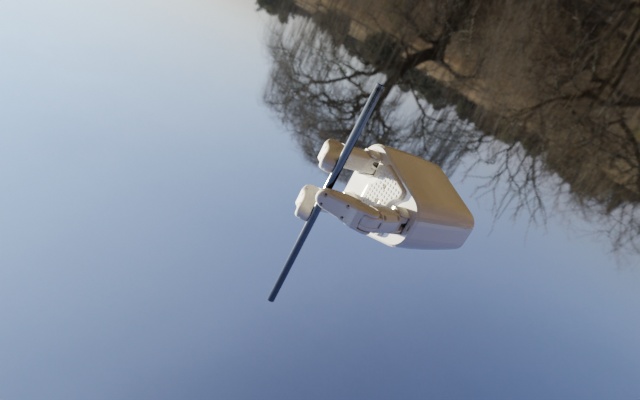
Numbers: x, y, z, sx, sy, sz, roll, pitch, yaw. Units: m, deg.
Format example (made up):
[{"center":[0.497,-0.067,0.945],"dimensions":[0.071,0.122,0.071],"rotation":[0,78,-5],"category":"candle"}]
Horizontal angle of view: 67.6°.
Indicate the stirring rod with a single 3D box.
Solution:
[{"center":[0.000,0.001,0.451],"dimensions":[0.011,0.240,0.011],"rotation":[24,21,-9],"category":"stirring rod"}]
